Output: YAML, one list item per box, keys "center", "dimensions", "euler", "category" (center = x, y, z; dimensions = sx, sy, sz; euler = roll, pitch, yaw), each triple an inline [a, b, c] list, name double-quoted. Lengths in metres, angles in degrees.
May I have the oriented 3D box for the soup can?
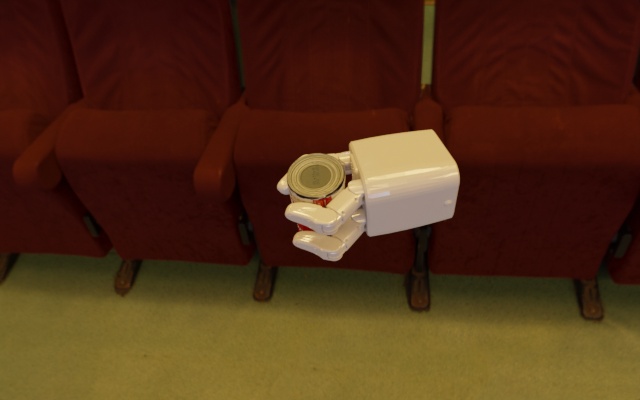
- center: [0.000, 0.002, 0.569]
  dimensions: [0.068, 0.068, 0.102]
  euler: [0, -37, 8]
  category: "soup can"
